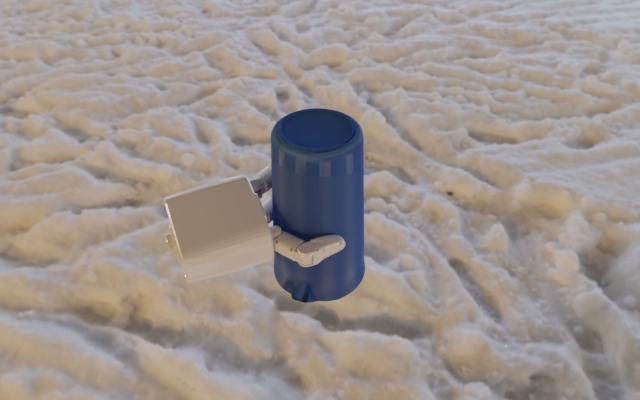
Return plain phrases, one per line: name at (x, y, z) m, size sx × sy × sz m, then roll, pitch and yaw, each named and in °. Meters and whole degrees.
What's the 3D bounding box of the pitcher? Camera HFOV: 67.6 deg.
pitcher at (0.000, 0.002, 0.632) m, size 0.145 × 0.243 × 0.149 m, roll -16°, pitch 43°, yaw -18°
